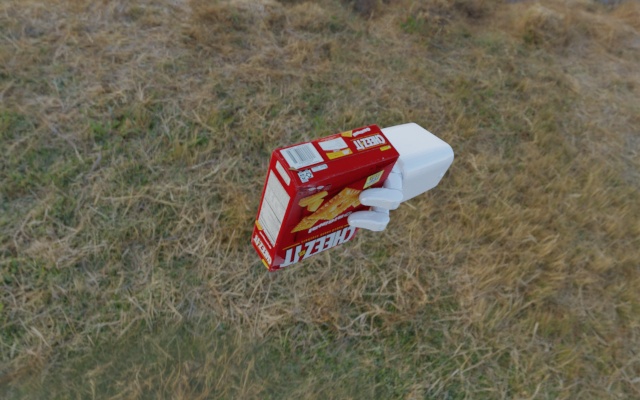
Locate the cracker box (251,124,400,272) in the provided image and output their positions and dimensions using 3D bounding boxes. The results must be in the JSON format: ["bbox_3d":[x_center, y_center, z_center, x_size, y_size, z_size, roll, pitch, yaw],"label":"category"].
[{"bbox_3d":[0.000,0.002,0.686,0.164,0.072,0.214,-18,-30,-28],"label":"cracker box"}]
